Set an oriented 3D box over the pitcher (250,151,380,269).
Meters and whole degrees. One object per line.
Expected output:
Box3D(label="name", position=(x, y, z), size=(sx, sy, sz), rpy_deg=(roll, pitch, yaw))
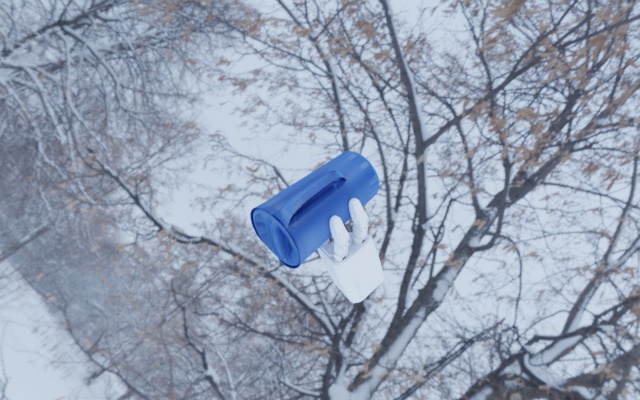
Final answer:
Box3D(label="pitcher", position=(0.000, 0.003, 0.896), size=(0.242, 0.145, 0.149), rpy_deg=(-38, 29, -28))
